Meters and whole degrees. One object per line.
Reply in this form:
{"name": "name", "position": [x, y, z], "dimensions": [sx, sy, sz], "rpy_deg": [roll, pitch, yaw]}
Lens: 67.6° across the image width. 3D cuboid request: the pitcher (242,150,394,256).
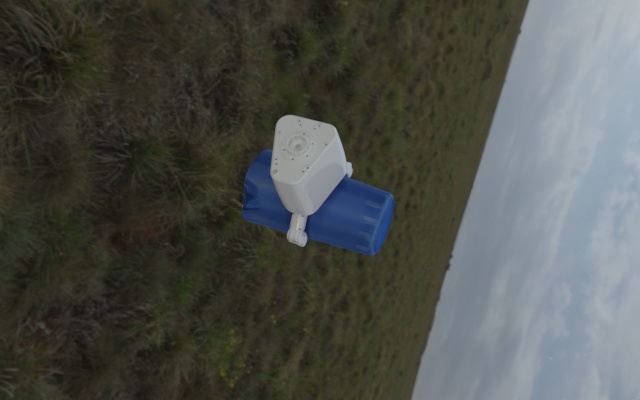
{"name": "pitcher", "position": [0.000, 0.003, 0.823], "dimensions": [0.243, 0.149, 0.145], "rpy_deg": [18, -20, 16]}
